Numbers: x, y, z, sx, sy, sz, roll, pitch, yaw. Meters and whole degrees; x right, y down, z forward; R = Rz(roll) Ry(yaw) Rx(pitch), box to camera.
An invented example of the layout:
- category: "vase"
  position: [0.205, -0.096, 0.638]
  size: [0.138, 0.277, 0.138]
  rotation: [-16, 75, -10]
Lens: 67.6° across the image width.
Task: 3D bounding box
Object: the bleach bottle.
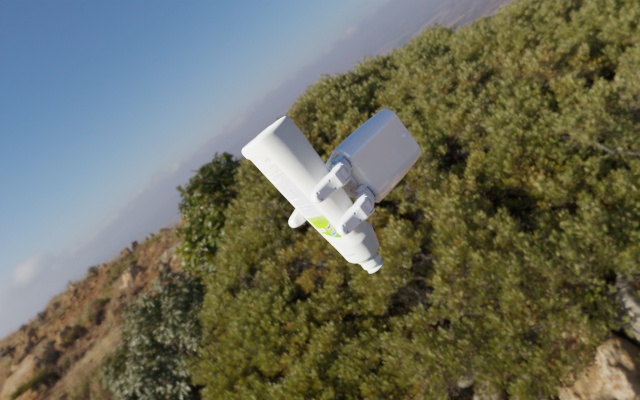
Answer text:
- category: "bleach bottle"
  position: [0.000, 0.002, 0.676]
  size: [0.068, 0.251, 0.102]
  rotation: [-44, 14, -19]
